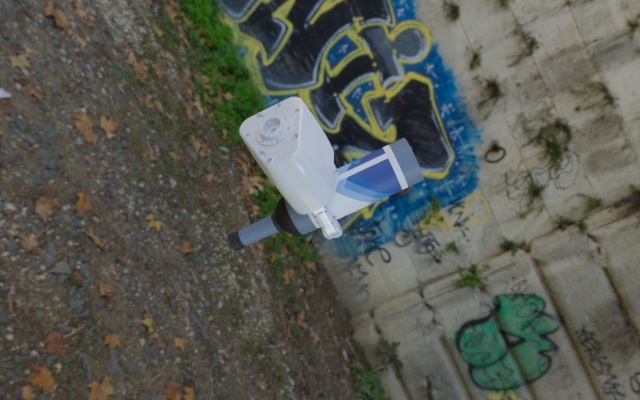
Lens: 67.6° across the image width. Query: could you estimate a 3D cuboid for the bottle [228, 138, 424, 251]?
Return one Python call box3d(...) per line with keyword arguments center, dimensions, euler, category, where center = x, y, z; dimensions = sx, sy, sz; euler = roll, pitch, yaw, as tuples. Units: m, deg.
box3d(center=(0.000, 0.002, 0.696), dimensions=(0.296, 0.069, 0.069), euler=(-25, -4, 8), category="bottle")
